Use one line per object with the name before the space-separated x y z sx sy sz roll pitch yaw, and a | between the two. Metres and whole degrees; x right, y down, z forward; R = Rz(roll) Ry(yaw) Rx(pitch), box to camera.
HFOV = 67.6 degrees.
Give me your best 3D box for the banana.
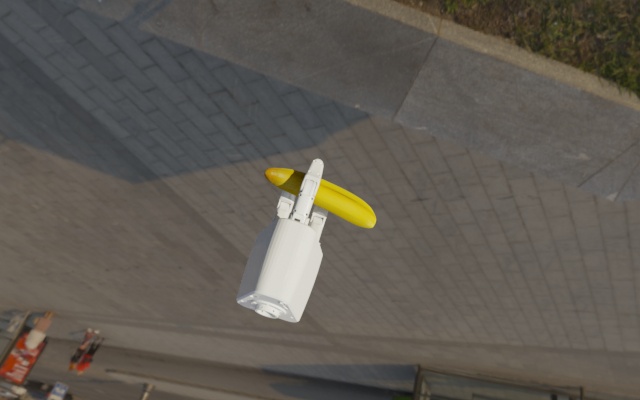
banana | 0.012 0.000 0.698 0.198 0.037 0.069 28 -24 -24
